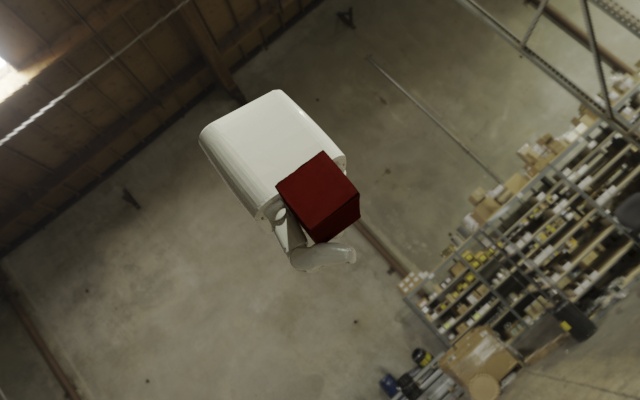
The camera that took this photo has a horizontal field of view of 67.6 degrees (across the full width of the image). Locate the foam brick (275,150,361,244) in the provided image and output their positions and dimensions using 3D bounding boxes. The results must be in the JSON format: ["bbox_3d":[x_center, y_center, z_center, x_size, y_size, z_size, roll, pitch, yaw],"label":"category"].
[{"bbox_3d":[0.000,0.001,0.422,0.053,0.051,0.078,-36,-16,-6],"label":"foam brick"}]
